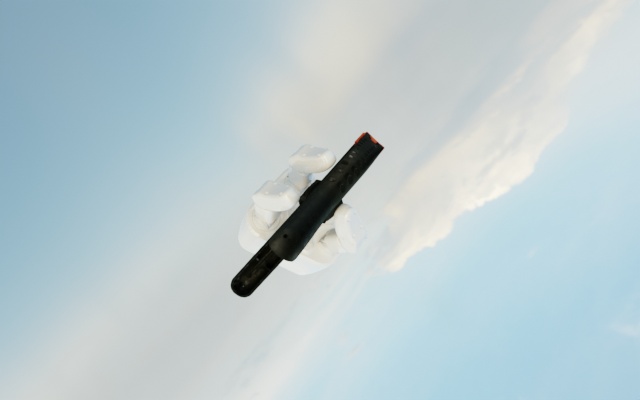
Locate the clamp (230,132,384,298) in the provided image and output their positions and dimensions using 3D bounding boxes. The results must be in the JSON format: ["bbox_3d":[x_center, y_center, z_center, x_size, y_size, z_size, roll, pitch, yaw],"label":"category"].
[{"bbox_3d":[0.001,0.002,0.452,0.036,0.210,0.164,43,-23,-3],"label":"clamp"}]
